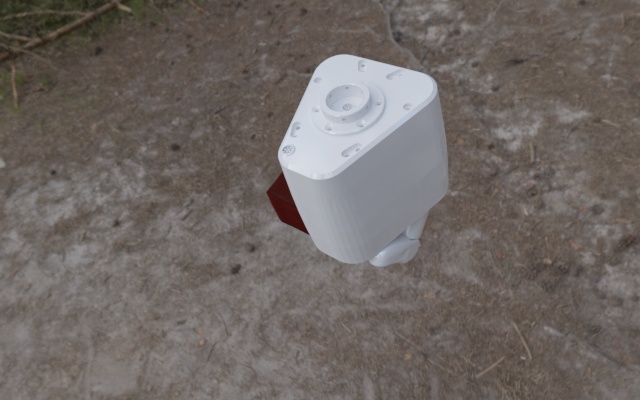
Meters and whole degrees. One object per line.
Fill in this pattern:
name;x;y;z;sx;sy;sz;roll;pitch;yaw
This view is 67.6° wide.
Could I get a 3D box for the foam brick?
foam brick;0.000;0.001;0.436;0.078;0.053;0.051;24;-24;30
